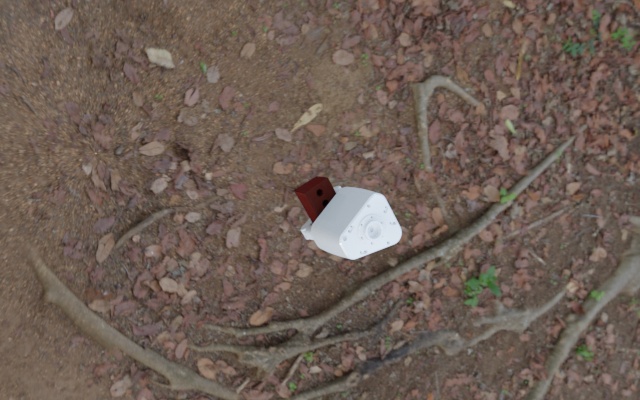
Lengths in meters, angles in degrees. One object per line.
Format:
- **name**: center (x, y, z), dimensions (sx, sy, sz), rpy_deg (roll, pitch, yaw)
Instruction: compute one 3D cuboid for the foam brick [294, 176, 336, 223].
- **foam brick**: center (0.000, 0.003, 0.846), dimensions (0.053, 0.078, 0.051), rpy_deg (-35, 18, -17)
